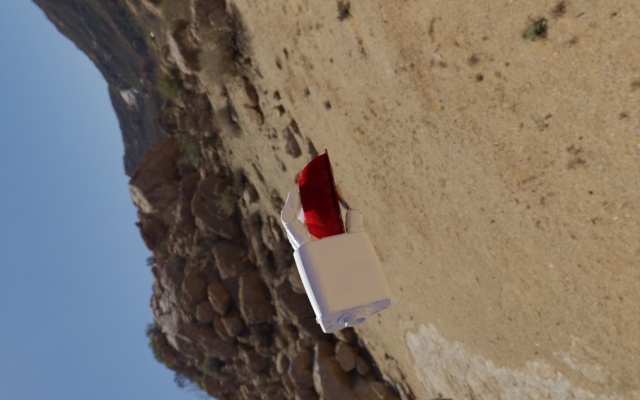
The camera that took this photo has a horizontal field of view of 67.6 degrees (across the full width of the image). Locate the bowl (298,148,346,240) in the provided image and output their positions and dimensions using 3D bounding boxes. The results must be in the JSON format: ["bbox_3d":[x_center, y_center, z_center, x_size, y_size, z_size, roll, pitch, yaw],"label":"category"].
[{"bbox_3d":[-0.001,0.002,0.753,0.055,0.162,0.162,-12,0,1],"label":"bowl"}]
